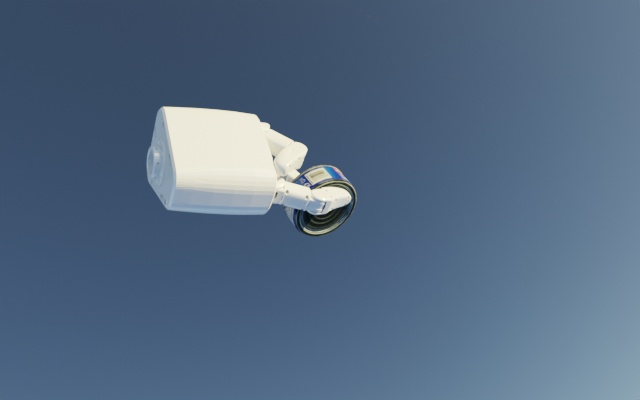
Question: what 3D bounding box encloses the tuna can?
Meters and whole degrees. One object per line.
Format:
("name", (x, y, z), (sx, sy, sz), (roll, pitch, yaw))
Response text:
("tuna can", (0.000, 0.002, 0.577), (0.086, 0.086, 0.033), (0, 35, -35))
